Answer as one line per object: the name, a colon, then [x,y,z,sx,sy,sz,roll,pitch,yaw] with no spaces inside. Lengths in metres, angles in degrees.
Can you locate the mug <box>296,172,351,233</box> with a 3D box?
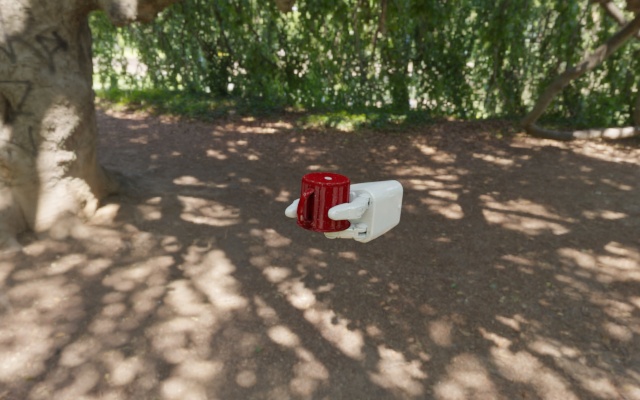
mug: [-0.001,0.003,0.791,0.093,0.081,0.117,15,20,36]
